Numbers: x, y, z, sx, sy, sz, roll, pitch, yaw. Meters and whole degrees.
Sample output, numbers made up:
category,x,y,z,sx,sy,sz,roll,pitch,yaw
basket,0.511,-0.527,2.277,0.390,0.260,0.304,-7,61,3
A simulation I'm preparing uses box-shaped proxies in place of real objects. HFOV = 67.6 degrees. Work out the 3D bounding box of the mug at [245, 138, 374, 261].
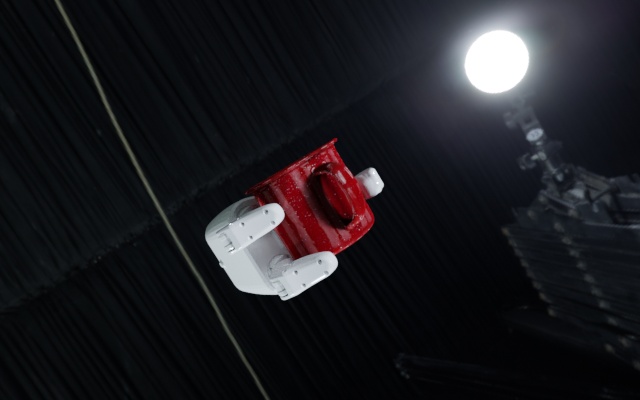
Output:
category,x,y,z,sx,sy,sz,roll,pitch,yaw
mug,0.001,0.001,0.409,0.093,0.081,0.117,-35,7,-31
